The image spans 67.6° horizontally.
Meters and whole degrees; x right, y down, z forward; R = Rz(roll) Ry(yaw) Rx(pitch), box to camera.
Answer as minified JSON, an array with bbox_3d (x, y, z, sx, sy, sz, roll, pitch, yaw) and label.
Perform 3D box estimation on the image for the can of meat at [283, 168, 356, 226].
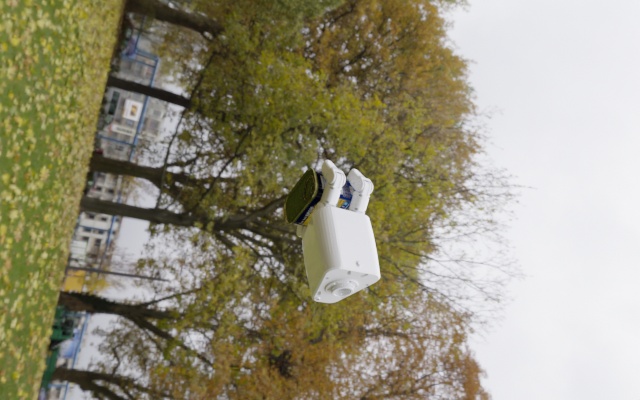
[{"bbox_3d":[0.000,0.003,0.784,0.084,0.057,0.102,15,-46,-29],"label":"can of meat"}]
